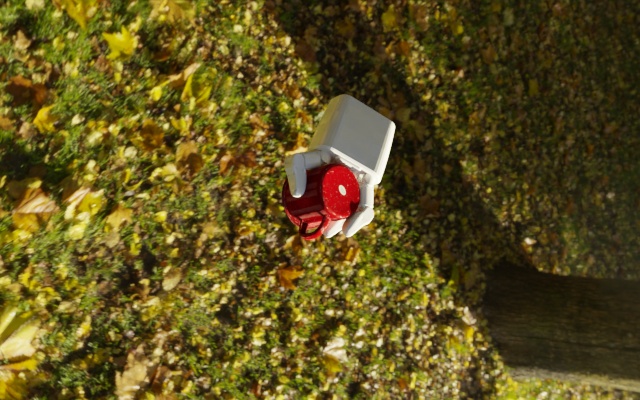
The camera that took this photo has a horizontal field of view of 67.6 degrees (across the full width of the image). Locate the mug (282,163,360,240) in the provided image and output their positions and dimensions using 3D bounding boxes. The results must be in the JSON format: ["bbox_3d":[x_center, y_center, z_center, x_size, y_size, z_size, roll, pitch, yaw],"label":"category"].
[{"bbox_3d":[0.000,0.003,0.694,0.093,0.117,0.081,35,-30,-30],"label":"mug"}]
